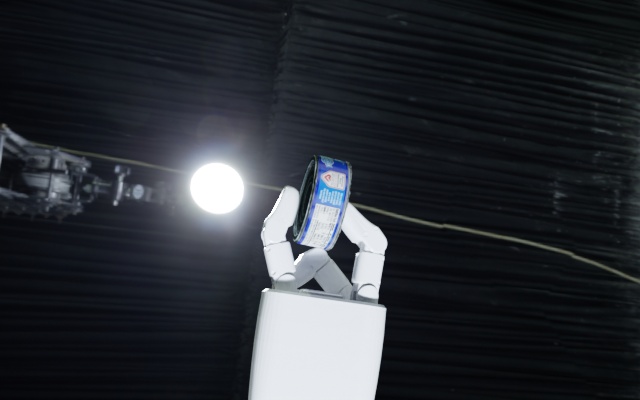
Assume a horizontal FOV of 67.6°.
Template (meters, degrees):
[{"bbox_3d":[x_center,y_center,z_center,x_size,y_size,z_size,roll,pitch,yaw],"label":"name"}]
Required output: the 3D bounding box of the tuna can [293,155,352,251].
[{"bbox_3d":[0.000,0.001,0.446,0.034,0.086,0.086,13,-2,-10],"label":"tuna can"}]
